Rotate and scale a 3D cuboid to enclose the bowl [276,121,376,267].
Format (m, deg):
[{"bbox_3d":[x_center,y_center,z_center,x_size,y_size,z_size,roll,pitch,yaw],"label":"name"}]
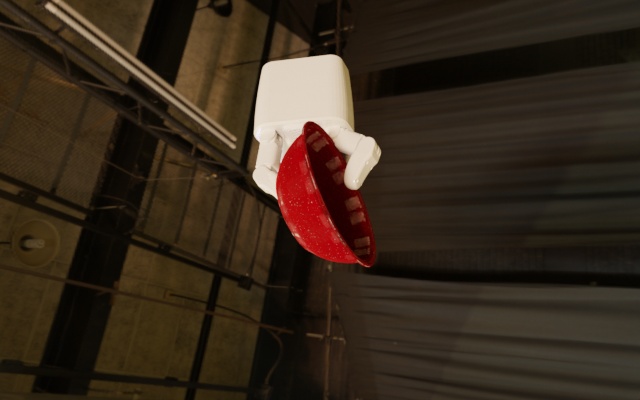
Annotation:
[{"bbox_3d":[0.000,0.003,0.498,0.055,0.162,0.162,-24,-7,16],"label":"bowl"}]
